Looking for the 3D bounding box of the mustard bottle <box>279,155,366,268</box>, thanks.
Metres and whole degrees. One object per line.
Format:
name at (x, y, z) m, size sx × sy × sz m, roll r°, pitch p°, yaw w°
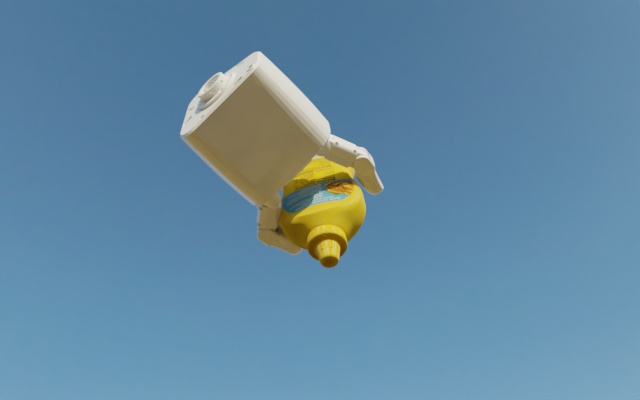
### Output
mustard bottle at (0.000, 0.002, 0.536) m, size 0.096 × 0.058 × 0.191 m, roll -14°, pitch 37°, yaw 4°
